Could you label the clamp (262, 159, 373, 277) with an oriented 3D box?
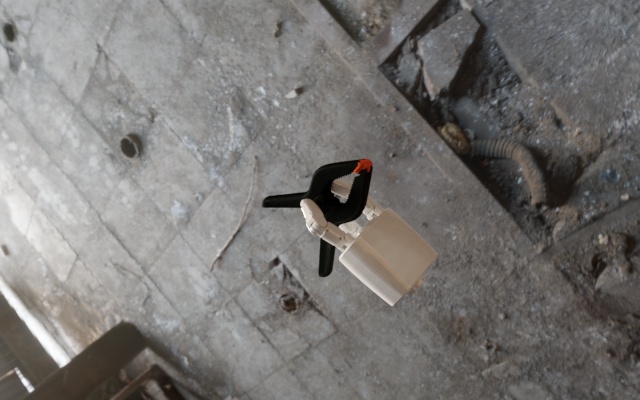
[{"bbox_3d":[0.000,0.002,0.735,0.164,0.210,0.036,43,36,12],"label":"clamp"}]
